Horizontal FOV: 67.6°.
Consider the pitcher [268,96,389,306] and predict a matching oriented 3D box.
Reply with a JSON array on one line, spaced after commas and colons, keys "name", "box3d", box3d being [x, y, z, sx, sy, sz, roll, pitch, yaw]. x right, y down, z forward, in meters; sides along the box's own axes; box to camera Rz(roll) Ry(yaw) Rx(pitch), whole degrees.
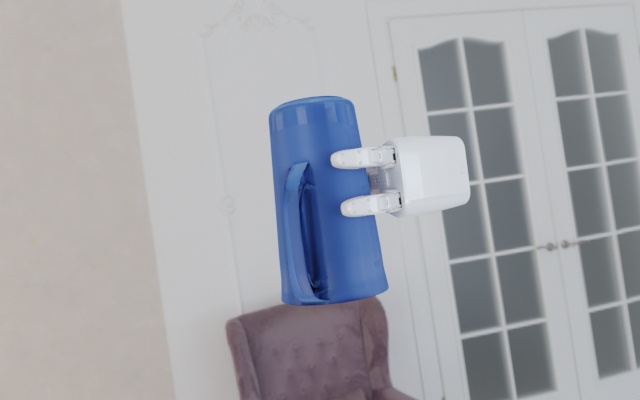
[{"name": "pitcher", "box3d": [0.000, 0.002, 0.581, 0.145, 0.243, 0.149, -8, -1, -23]}]
